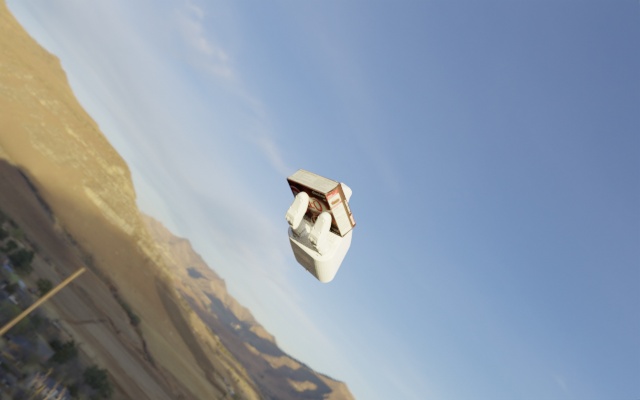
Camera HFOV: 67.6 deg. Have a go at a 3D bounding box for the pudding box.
[{"bbox_3d":[0.000,0.003,0.790,0.039,0.090,0.113,-39,35,-24],"label":"pudding box"}]
